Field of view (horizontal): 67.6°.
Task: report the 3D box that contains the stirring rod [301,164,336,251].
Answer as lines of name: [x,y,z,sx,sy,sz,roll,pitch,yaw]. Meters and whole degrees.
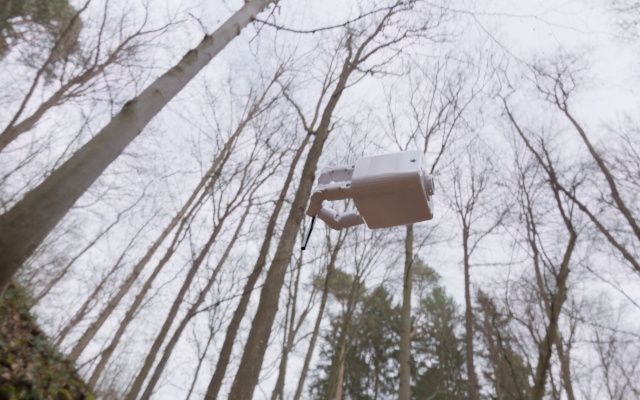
stirring rod: [0.000,0.003,0.809,0.011,0.011,0.239,0,35,15]
